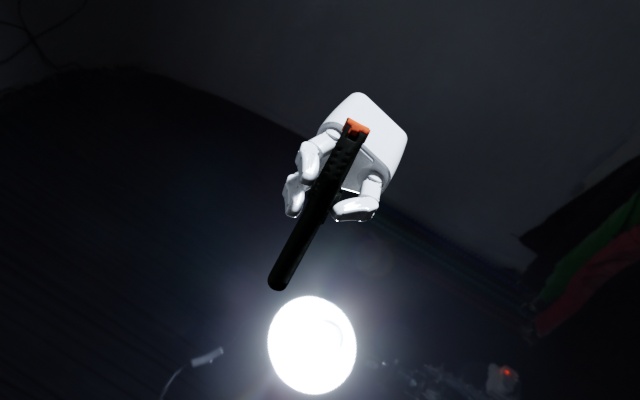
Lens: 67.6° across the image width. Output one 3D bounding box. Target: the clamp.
[{"bbox_3d":[0.001,0.002,0.557,0.036,0.210,0.164,28,42,2],"label":"clamp"}]
